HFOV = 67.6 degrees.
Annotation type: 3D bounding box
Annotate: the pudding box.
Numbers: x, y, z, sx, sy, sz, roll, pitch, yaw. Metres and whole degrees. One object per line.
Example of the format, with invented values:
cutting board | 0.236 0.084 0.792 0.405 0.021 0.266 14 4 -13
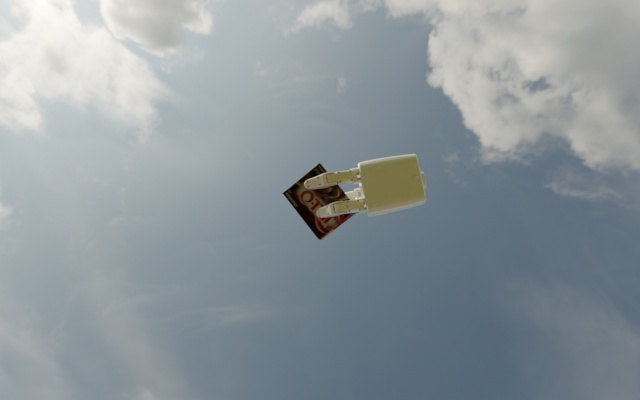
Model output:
pudding box | 0.000 0.003 0.881 0.090 0.113 0.039 -39 -10 1
